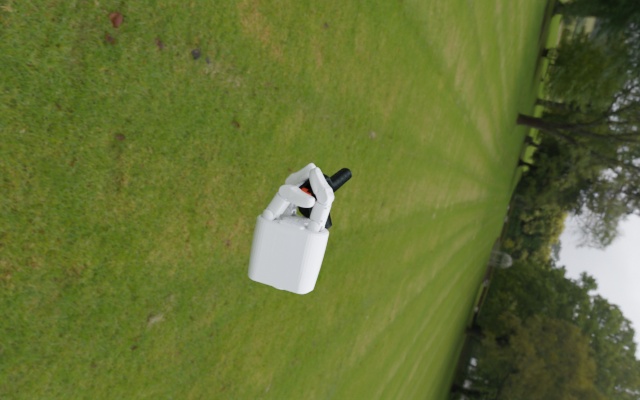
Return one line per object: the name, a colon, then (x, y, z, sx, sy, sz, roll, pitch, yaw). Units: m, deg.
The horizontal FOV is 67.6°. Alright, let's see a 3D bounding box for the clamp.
clamp: (0.001, 0.003, 0.834, 0.039, 0.120, 0.171, 19, 13, 25)
